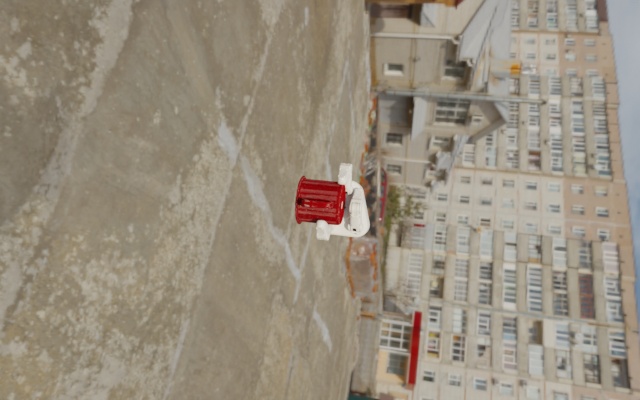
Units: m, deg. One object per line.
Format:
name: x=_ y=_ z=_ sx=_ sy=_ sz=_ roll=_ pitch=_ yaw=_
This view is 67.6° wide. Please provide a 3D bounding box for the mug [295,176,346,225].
mug: x=0.000 y=0.003 z=0.888 sx=0.081 sy=0.093 sz=0.117 roll=6 pitch=1 yaw=10
